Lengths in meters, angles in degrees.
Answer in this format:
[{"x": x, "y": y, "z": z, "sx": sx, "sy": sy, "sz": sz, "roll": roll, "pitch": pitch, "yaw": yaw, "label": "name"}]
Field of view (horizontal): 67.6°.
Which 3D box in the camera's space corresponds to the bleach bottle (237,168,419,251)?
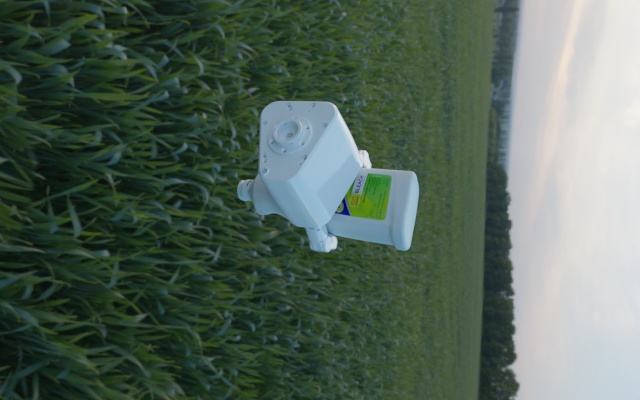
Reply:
[{"x": 0.000, "y": 0.002, "z": 0.649, "sx": 0.251, "sy": 0.102, "sz": 0.068, "roll": 5, "pitch": -26, "yaw": 21, "label": "bleach bottle"}]
